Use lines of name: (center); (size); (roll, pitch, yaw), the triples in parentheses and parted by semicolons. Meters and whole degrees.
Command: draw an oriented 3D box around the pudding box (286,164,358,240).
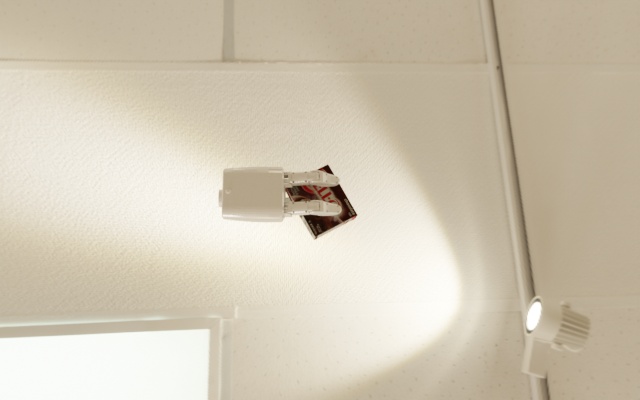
pudding box: (0.000, 0.003, 0.868); (0.090, 0.113, 0.039); (-27, -10, -14)
